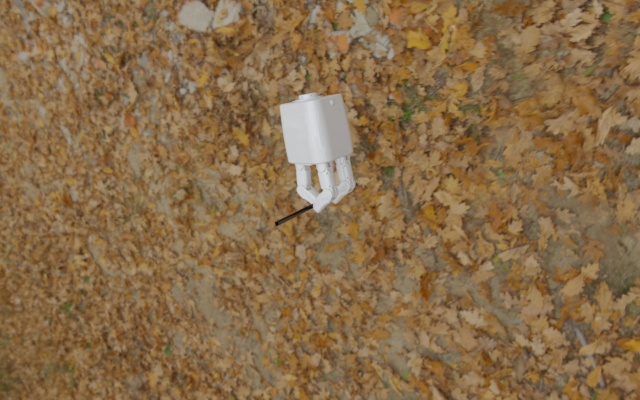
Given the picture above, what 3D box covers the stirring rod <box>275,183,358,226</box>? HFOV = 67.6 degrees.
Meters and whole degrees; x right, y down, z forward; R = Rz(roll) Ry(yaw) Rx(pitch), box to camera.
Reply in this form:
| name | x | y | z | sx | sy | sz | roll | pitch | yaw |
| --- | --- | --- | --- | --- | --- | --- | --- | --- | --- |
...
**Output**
| name | x | y | z | sx | sy | sz | roll | pitch | yaw |
| --- | --- | --- | --- | --- | --- | --- | --- | --- | --- |
| stirring rod | 0.000 | 0.003 | 0.864 | 0.011 | 0.011 | 0.239 | 0 | 17 | 38 |
